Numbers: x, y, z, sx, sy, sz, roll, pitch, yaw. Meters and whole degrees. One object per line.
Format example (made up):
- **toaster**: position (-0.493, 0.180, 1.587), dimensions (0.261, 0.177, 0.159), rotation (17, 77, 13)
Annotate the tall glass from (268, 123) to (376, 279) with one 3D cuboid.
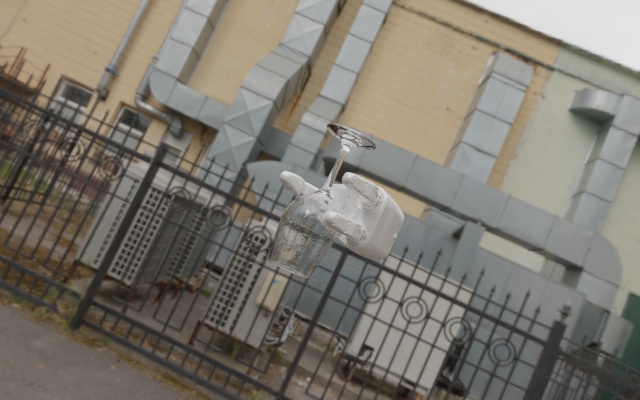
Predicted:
- **tall glass**: position (0.000, 0.001, 0.645), dimensions (0.079, 0.201, 0.079), rotation (25, -5, 3)
